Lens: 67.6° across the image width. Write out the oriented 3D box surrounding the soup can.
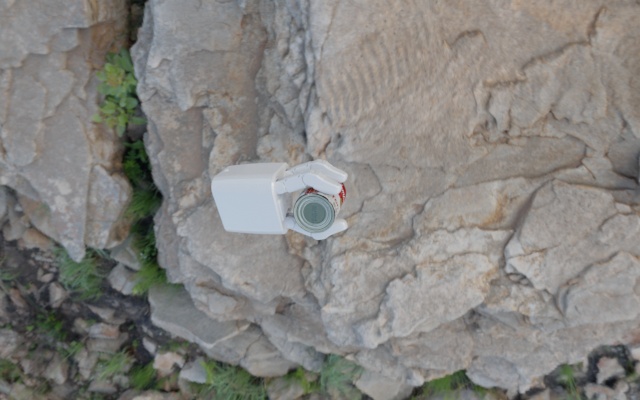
[{"bbox_3d":[0.001,0.003,0.771,0.068,0.068,0.102,0,21,13],"label":"soup can"}]
